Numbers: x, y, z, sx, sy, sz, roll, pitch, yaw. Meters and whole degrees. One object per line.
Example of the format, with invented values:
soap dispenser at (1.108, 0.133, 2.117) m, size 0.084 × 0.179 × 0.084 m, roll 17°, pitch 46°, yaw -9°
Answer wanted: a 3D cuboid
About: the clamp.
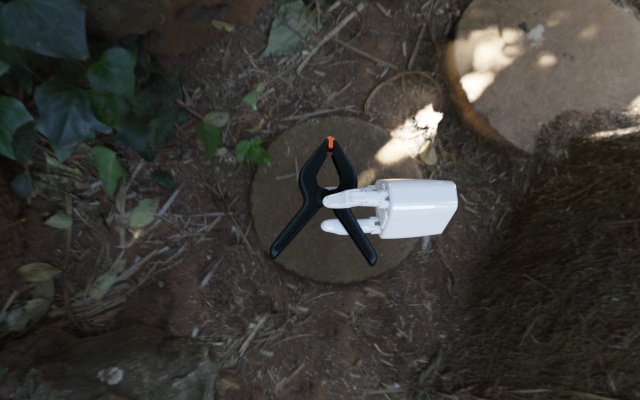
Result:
clamp at (0.000, 0.002, 0.749) m, size 0.164 × 0.210 × 0.036 m, roll -2°, pitch -14°, yaw -6°
